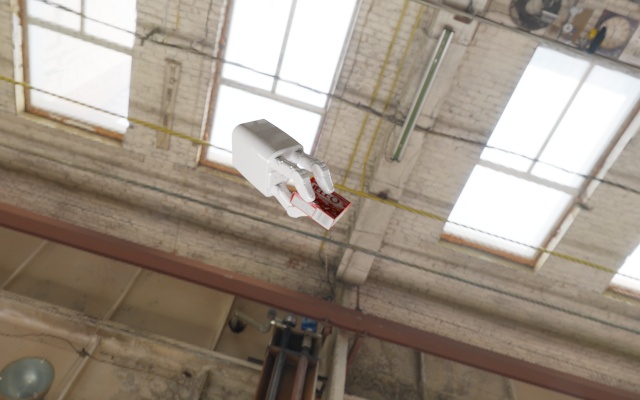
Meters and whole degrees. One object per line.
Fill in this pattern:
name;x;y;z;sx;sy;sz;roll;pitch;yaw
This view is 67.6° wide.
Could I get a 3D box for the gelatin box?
gelatin box;0.000;0.003;0.857;0.089;0.030;0.073;35;36;10
